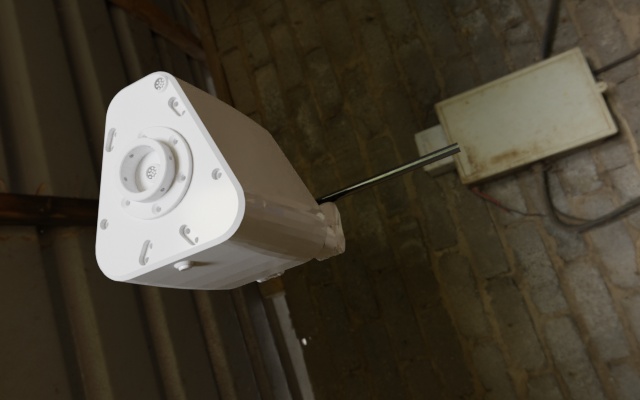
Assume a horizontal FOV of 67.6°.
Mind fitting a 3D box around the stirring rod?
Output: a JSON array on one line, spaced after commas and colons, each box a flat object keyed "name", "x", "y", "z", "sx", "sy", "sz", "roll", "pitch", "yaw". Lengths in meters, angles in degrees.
[{"name": "stirring rod", "x": 0.000, "y": 0.001, "z": 0.404, "sx": 0.239, "sy": 0.011, "sz": 0.011, "roll": -22, "pitch": -7, "yaw": 16}]
